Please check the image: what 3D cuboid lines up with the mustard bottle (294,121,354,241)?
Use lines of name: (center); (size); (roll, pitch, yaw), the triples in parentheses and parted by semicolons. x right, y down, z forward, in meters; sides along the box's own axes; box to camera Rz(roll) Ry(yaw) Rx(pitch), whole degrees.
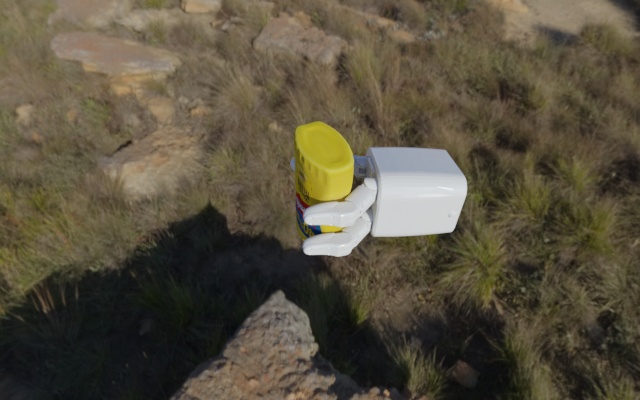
mustard bottle: (0.000, 0.002, 0.606); (0.058, 0.192, 0.096); (-19, 50, -20)
